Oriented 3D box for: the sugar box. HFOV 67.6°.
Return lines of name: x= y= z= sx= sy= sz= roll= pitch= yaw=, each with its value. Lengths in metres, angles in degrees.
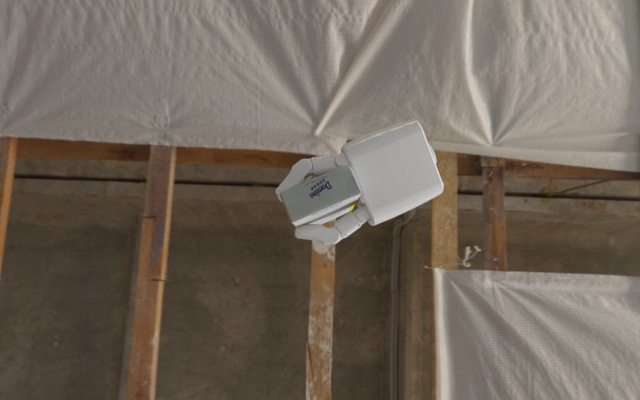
sugar box: x=0.000 y=0.002 z=0.647 sx=0.093 sy=0.048 sz=0.176 roll=-23 pitch=-9 yaw=-4
